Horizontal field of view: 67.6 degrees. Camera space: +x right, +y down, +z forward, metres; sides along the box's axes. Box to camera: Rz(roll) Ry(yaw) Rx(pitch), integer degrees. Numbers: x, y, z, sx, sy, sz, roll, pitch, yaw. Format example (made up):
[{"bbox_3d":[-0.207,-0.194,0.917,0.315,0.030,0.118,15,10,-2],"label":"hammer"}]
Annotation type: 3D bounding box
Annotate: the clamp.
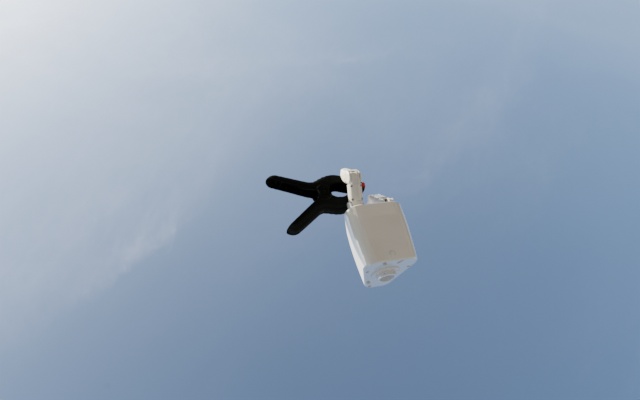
[{"bbox_3d":[0.000,0.003,0.806,0.171,0.120,0.039,-5,-31,-16],"label":"clamp"}]
